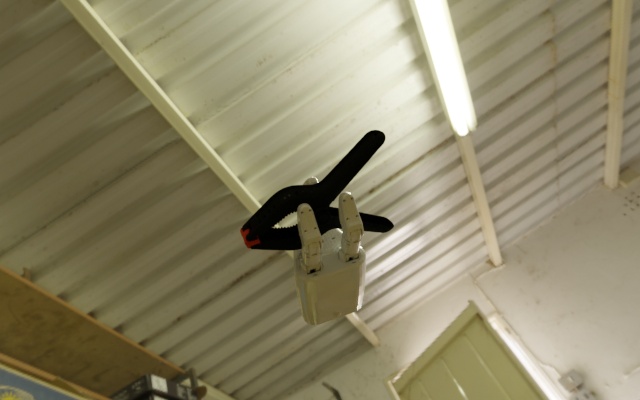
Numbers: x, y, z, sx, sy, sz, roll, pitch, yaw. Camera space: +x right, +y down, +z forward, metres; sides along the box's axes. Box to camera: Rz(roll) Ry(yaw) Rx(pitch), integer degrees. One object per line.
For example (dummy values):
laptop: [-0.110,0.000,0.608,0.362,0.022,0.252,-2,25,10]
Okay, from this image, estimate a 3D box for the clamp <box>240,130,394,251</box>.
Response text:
clamp: [-0.001,0.002,0.604,0.210,0.165,0.036,-16,39,-15]
